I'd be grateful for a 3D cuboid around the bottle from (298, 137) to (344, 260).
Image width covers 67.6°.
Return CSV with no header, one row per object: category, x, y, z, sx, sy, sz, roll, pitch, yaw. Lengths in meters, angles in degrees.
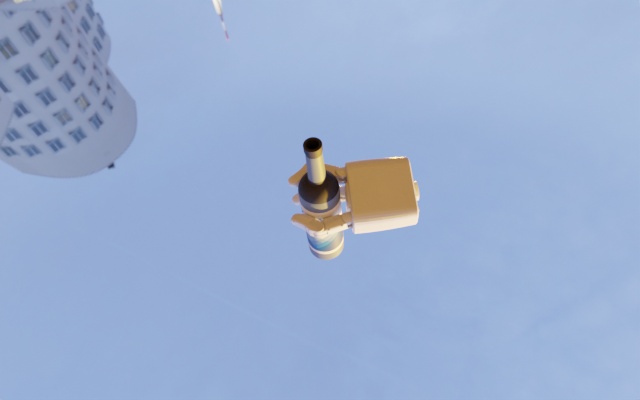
bottle,0.000,0.003,0.786,0.069,0.069,0.296,0,-33,5
